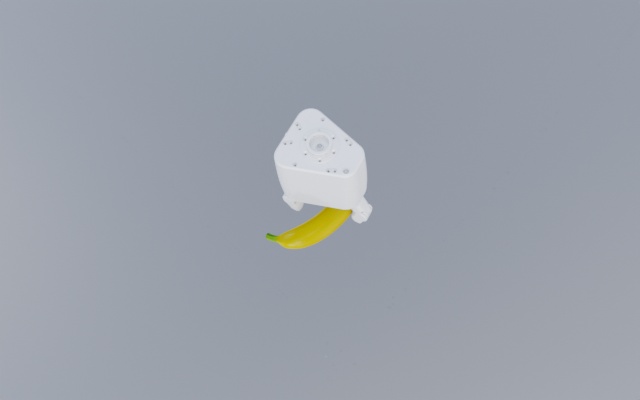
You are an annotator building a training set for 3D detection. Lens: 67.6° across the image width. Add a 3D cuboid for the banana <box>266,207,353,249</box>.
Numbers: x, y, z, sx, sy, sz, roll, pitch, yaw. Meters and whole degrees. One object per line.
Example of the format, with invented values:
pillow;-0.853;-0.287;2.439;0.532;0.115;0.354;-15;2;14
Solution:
banana;0.008;0.018;0.746;0.198;0.069;0.037;-36;-24;-8
